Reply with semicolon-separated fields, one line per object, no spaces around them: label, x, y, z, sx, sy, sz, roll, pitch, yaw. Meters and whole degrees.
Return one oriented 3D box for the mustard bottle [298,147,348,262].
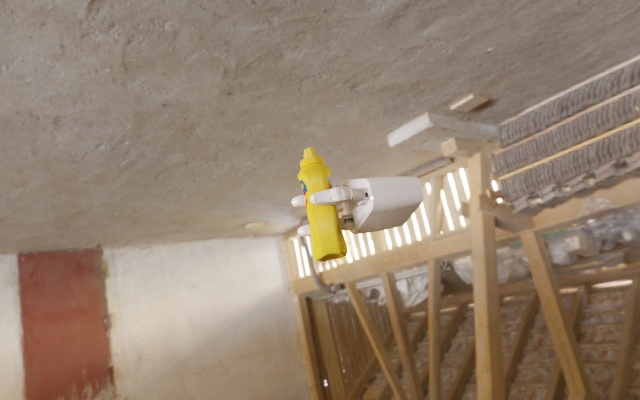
mustard bottle;0.000;0.003;0.800;0.058;0.191;0.096;-11;-13;1
